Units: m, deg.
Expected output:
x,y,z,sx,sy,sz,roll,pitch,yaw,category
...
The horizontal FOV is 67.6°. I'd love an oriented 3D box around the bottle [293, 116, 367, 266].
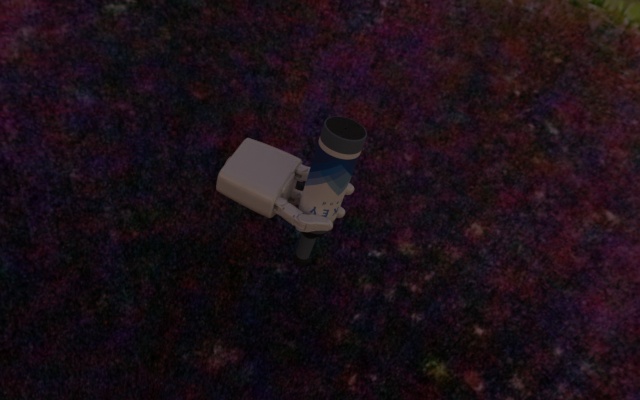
x,y,z,sx,sy,sz,roll,pitch,yaw,category
0.000,0.002,0.798,0.069,0.296,0.069,12,38,-9,bottle
